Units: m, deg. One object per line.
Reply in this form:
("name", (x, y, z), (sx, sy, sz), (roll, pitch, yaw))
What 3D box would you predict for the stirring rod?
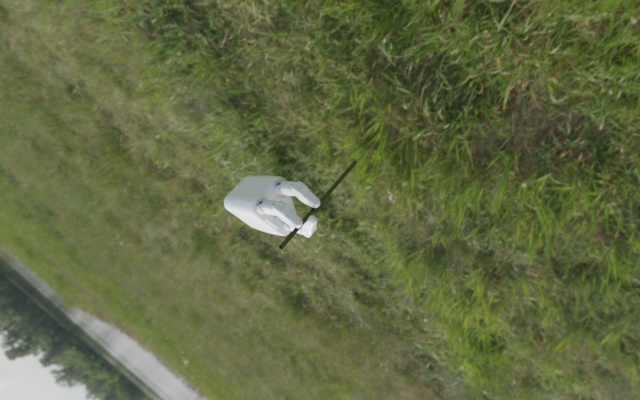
("stirring rod", (0.000, 0.003, 0.890), (0.011, 0.011, 0.239), (0, 41, 50))
